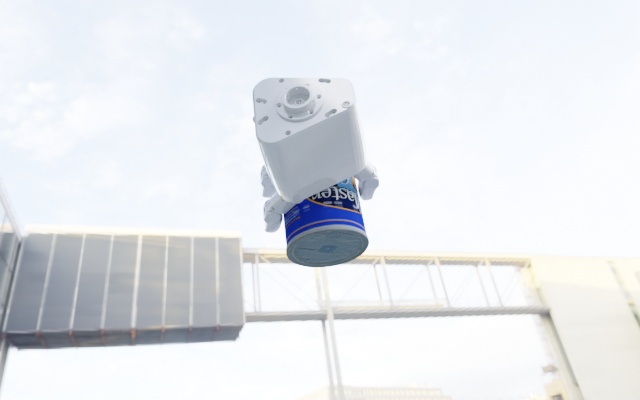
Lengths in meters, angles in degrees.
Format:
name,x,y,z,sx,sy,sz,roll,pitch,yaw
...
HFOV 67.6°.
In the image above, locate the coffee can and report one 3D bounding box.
name,x,y,z,sx,sy,sz,roll,pitch,yaw
coffee can,0.000,0.002,0.620,0.103,0.140,0.103,-6,-32,-4
